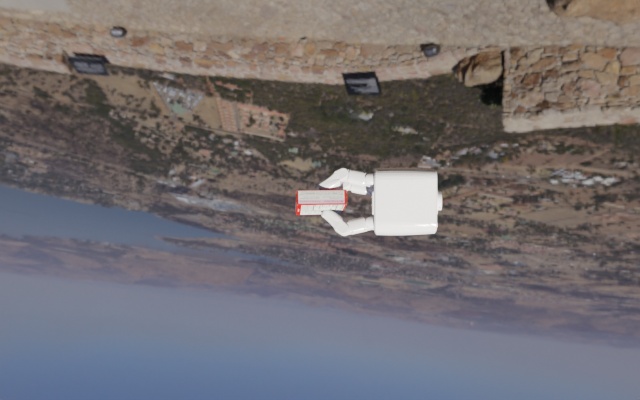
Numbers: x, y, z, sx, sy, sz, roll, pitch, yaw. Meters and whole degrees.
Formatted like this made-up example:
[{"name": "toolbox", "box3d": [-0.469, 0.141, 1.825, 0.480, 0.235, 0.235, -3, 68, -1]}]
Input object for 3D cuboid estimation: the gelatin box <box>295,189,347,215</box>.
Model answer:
[{"name": "gelatin box", "box3d": [0.000, 0.003, 0.852, 0.089, 0.030, 0.073, -2, -15, -5]}]
